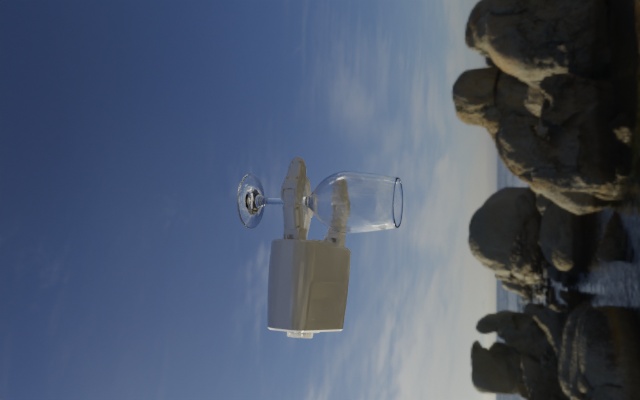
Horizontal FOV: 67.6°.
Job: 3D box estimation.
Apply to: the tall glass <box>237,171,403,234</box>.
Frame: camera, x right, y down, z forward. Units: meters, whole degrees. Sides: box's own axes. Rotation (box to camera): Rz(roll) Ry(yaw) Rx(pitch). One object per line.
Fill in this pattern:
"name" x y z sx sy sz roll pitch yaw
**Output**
"tall glass" -0.001 0.002 0.607 0.201 0.079 0.079 0 0 20
